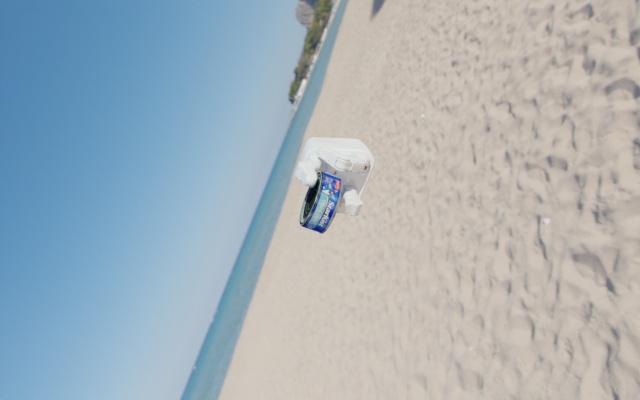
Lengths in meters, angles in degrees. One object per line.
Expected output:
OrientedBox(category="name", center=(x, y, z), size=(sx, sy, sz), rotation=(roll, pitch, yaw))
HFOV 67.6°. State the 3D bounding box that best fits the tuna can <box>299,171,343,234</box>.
OrientedBox(category="tuna can", center=(0.000, 0.002, 0.684), size=(0.034, 0.086, 0.086), rotation=(20, -5, -12))
